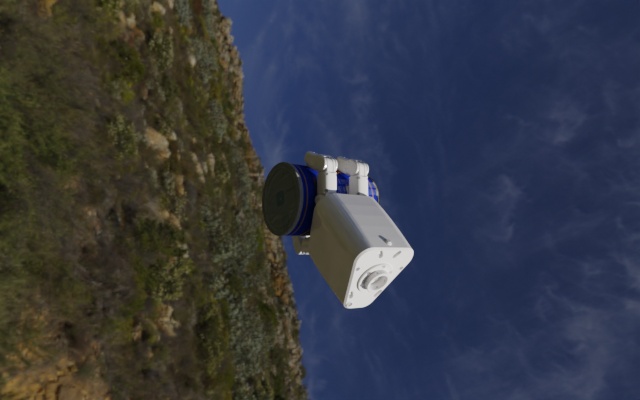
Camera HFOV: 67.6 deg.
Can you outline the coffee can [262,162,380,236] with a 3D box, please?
[{"bbox_3d":[0.000,0.002,0.698,0.140,0.103,0.103,5,-3,-35],"label":"coffee can"}]
